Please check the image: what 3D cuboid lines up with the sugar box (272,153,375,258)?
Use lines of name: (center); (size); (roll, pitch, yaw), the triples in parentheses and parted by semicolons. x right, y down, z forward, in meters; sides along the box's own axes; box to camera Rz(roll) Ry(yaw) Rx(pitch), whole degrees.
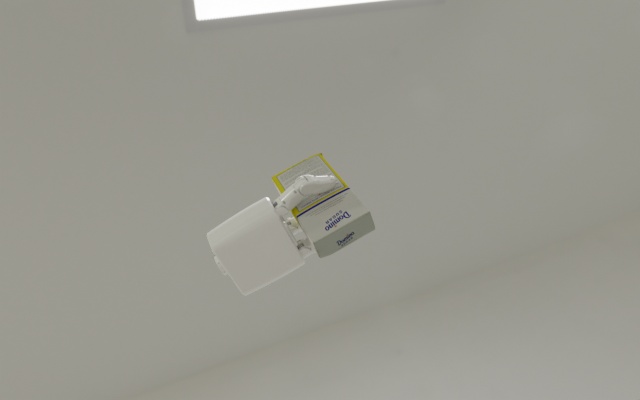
sugar box: (0.000, 0.003, 0.726); (0.093, 0.048, 0.176); (-28, 45, -6)
